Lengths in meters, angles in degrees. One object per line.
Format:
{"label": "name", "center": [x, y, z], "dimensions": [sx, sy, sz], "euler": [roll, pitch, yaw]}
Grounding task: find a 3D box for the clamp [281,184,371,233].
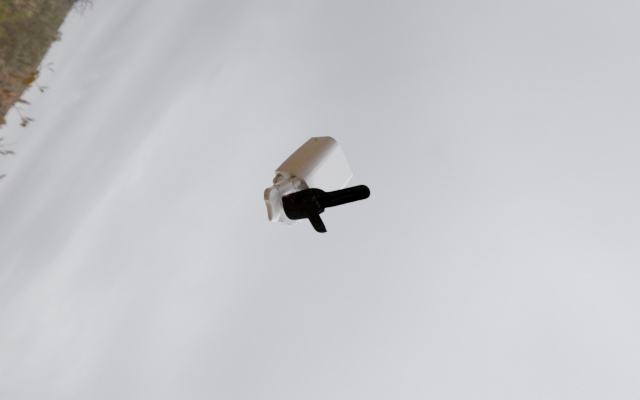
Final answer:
{"label": "clamp", "center": [0.000, 0.003, 0.801], "dimensions": [0.120, 0.039, 0.171], "euler": [-27, 24, -26]}
